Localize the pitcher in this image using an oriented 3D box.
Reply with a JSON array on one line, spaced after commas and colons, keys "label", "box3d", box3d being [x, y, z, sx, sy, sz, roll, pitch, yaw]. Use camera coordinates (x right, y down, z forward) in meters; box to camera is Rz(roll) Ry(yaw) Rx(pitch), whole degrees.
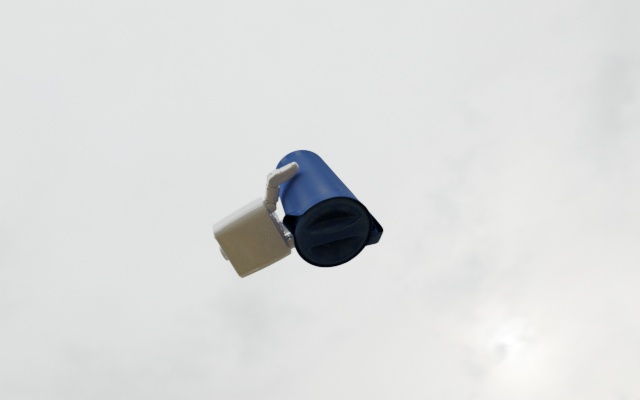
[{"label": "pitcher", "box3d": [0.000, 0.003, 0.861, 0.145, 0.149, 0.242, -30, 33, 0]}]
